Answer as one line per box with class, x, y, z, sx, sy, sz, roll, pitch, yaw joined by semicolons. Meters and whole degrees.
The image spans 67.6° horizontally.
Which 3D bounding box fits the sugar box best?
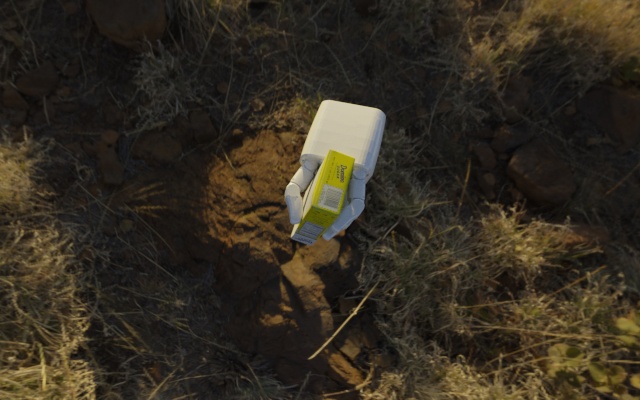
sugar box;0.001;0.002;0.726;0.048;0.093;0.176;19;-21;-4
